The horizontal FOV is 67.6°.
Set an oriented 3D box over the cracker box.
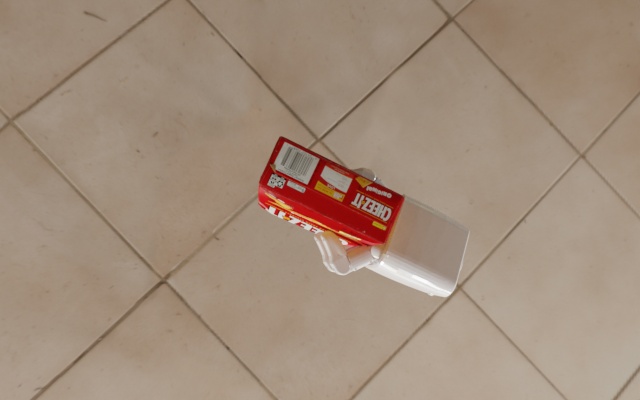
[{"bbox_3d":[0.000,0.002,0.646,0.164,0.072,0.214,26,-10,-4],"label":"cracker box"}]
